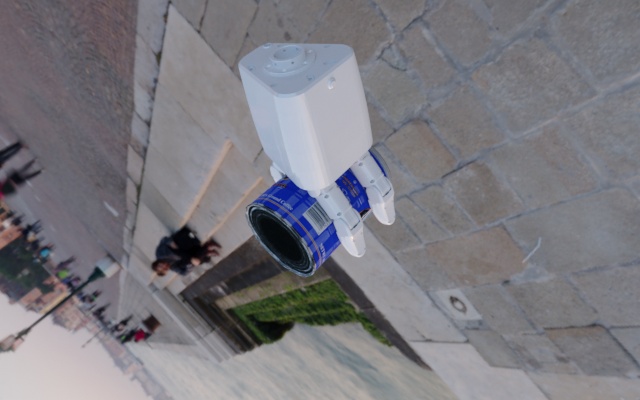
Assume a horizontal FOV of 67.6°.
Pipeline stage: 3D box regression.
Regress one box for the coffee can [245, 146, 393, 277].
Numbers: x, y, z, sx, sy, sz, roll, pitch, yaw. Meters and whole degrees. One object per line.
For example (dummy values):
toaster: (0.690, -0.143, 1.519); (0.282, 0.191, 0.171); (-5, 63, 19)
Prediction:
coffee can: (0.000, 0.002, 0.545); (0.140, 0.103, 0.103); (-43, 23, -27)
